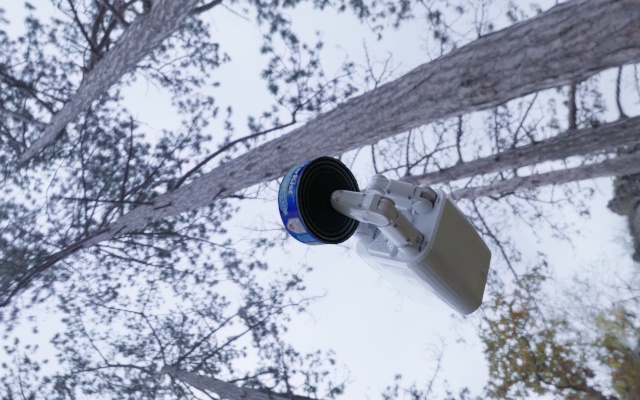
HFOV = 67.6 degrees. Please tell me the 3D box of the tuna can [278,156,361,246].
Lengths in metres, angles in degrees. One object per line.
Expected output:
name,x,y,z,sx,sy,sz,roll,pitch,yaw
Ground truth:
tuna can,0.000,0.002,0.470,0.086,0.086,0.034,0,-7,-43
